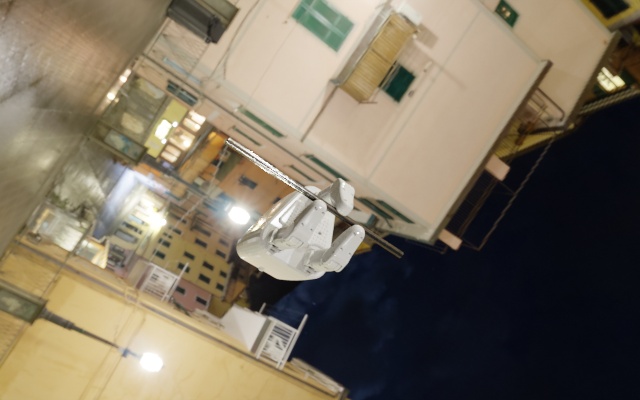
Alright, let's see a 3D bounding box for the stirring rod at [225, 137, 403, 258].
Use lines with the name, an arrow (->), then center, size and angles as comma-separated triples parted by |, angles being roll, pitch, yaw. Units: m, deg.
stirring rod -> 0.000, 0.002, 0.526 | 0.239, 0.011, 0.011 | 33, -12, -19
